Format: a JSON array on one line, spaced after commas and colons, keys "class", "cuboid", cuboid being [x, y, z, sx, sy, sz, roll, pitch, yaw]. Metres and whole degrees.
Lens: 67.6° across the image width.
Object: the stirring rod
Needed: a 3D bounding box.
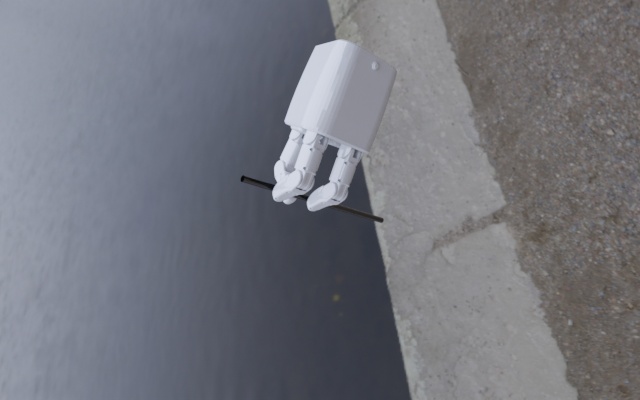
[{"class": "stirring rod", "cuboid": [0.000, 0.002, 0.622, 0.239, 0.011, 0.011, 17, -11, -39]}]
